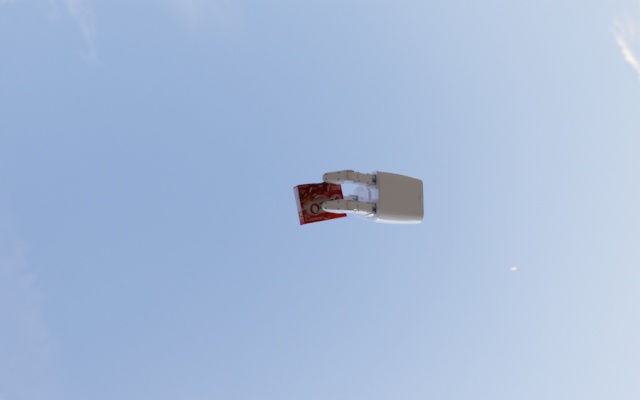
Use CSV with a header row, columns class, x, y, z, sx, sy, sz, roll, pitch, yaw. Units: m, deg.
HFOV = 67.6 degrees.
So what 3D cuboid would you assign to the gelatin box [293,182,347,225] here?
class,x,y,z,sx,sy,sz,roll,pitch,yaw
gelatin box,0.000,0.003,0.883,0.089,0.073,0.030,-9,-5,-22
